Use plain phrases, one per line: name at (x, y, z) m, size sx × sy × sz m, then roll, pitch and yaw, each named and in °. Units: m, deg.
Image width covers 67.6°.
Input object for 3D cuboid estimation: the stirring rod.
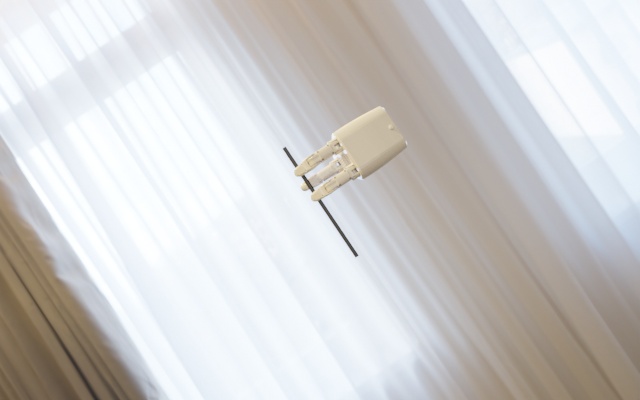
stirring rod at (0.000, 0.003, 0.876) m, size 0.011 × 0.239 × 0.011 m, roll -34°, pitch -1°, yaw 0°
